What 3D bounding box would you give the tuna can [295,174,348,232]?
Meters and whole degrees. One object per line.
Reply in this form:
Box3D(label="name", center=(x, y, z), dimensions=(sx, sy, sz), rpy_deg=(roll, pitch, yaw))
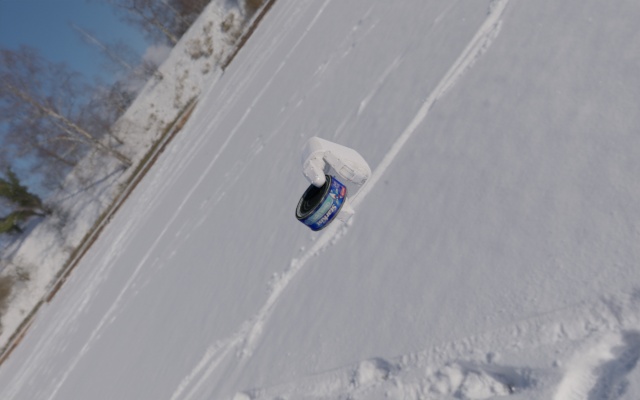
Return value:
Box3D(label="tuna can", center=(0.000, 0.002, 0.725), dimensions=(0.034, 0.086, 0.086), rpy_deg=(36, -15, -21))
